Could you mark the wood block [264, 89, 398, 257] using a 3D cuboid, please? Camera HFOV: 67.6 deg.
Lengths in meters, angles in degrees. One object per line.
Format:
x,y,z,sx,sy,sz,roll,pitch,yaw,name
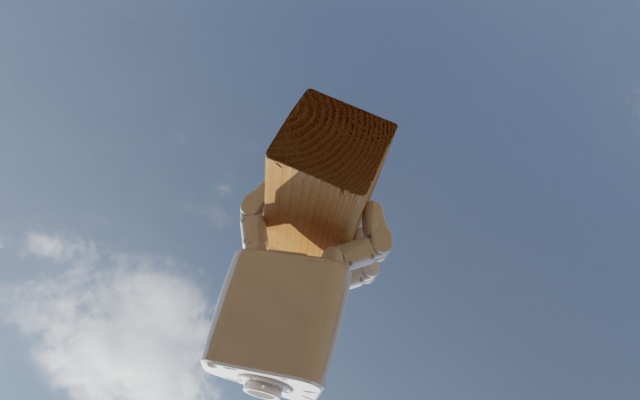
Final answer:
0.000,0.002,0.487,0.091,0.090,0.206,24,-32,7,wood block
